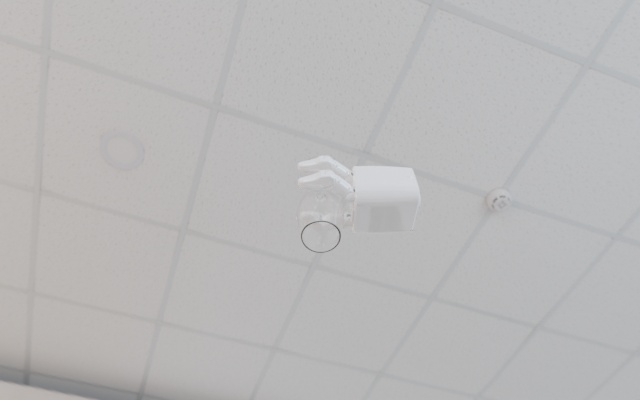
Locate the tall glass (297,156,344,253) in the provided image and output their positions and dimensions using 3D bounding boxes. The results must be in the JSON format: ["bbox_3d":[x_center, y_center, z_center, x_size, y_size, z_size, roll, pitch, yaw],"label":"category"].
[{"bbox_3d":[0.000,0.002,0.816,0.079,0.079,0.201,0,33,0],"label":"tall glass"}]
